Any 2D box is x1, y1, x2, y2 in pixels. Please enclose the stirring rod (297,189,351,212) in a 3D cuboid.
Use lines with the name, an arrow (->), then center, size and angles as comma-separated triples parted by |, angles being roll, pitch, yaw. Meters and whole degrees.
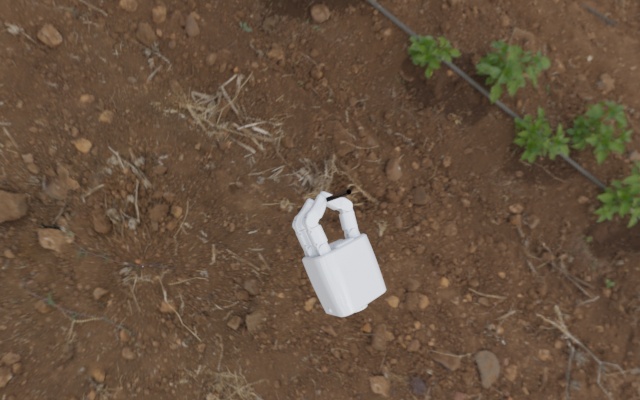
stirring rod -> 0.000, 0.003, 0.811 | 0.011, 0.011, 0.239 | 0, -7, -20
